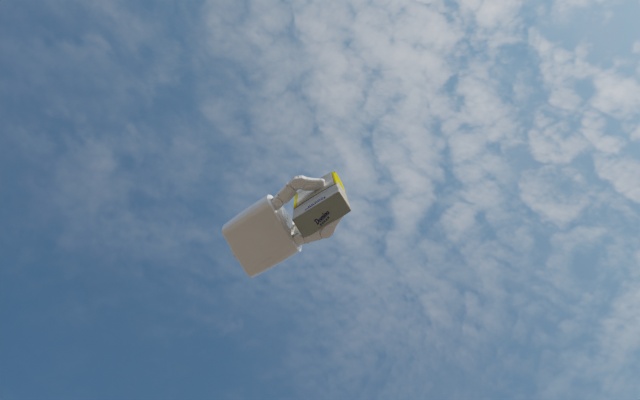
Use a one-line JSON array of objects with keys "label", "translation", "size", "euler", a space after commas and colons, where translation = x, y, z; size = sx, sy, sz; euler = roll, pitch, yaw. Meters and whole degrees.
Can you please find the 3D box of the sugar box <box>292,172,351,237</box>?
[{"label": "sugar box", "translation": [0.000, 0.003, 0.852], "size": [0.093, 0.048, 0.176], "euler": [-31, 15, 7]}]
